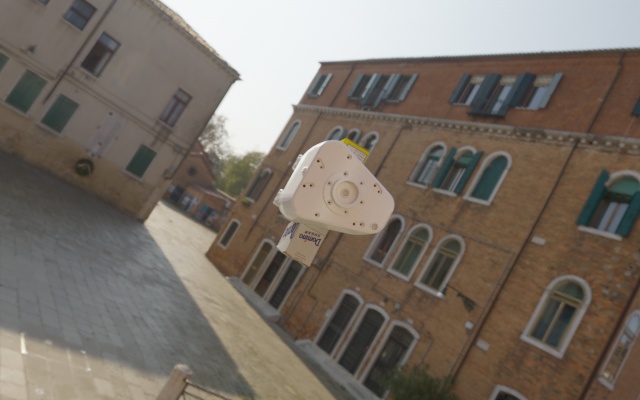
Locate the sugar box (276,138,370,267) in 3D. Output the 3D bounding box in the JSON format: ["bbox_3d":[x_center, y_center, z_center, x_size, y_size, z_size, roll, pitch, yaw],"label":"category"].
[{"bbox_3d":[0.000,0.002,0.671,0.048,0.176,0.093,32,-7,-10],"label":"sugar box"}]
